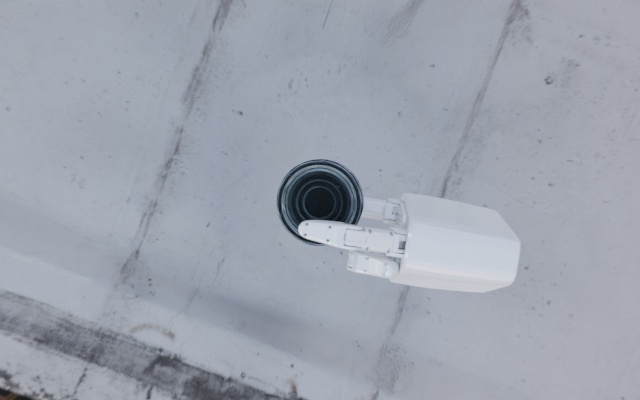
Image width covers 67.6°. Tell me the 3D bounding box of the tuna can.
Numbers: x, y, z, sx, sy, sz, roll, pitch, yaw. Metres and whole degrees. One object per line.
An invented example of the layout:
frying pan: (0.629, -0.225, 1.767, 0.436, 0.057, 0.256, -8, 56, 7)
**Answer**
tuna can: (0.000, 0.002, 0.474, 0.086, 0.086, 0.034, 0, 3, 5)
